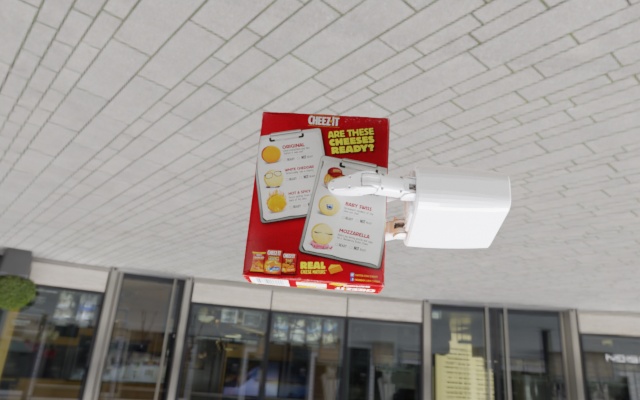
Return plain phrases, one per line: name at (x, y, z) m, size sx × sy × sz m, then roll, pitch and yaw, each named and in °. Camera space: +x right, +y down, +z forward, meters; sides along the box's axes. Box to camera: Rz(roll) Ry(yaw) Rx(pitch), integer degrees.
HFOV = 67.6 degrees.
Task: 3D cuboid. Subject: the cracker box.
cracker box at (0.000, 0.002, 0.599) m, size 0.164 × 0.213 × 0.072 m, roll 4°, pitch -19°, yaw 2°
